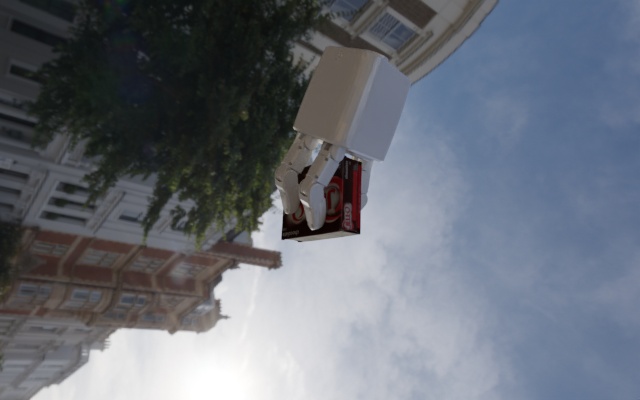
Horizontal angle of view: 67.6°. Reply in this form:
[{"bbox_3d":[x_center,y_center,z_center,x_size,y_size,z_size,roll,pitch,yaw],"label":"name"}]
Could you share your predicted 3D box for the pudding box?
[{"bbox_3d":[0.000,0.002,0.586,0.039,0.090,0.113,14,-19,-37],"label":"pudding box"}]
